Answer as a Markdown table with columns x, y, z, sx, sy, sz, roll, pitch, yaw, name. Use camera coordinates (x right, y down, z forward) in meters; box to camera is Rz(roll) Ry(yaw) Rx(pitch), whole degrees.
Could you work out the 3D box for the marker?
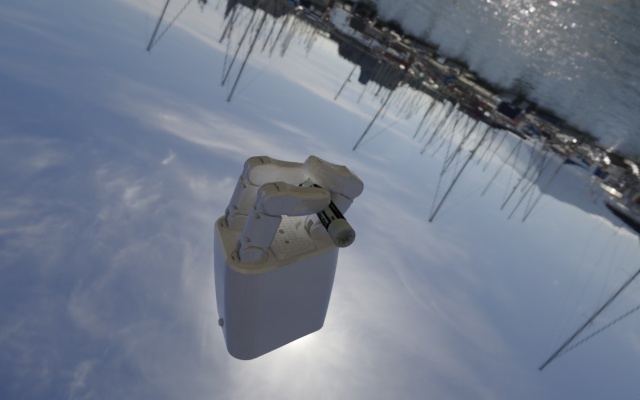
| x | y | z | sx | sy | sz | roll | pitch | yaw | name |
| --- | --- | --- | --- | --- | --- | --- | --- | --- | --- |
| 0.000 | 0.001 | 0.422 | 0.020 | 0.020 | 0.121 | 0 | 28 | -21 | marker |
